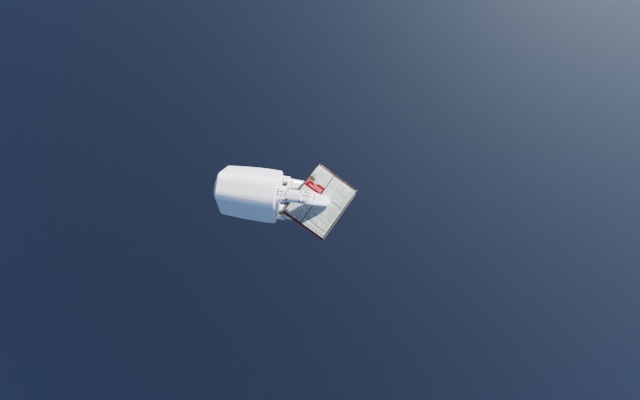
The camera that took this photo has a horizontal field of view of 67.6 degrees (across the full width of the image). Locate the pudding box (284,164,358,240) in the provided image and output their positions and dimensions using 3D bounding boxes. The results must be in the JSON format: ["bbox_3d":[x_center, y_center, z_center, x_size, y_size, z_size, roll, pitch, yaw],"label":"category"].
[{"bbox_3d":[0.000,0.003,0.875,0.090,0.113,0.039,36,-3,2],"label":"pudding box"}]
